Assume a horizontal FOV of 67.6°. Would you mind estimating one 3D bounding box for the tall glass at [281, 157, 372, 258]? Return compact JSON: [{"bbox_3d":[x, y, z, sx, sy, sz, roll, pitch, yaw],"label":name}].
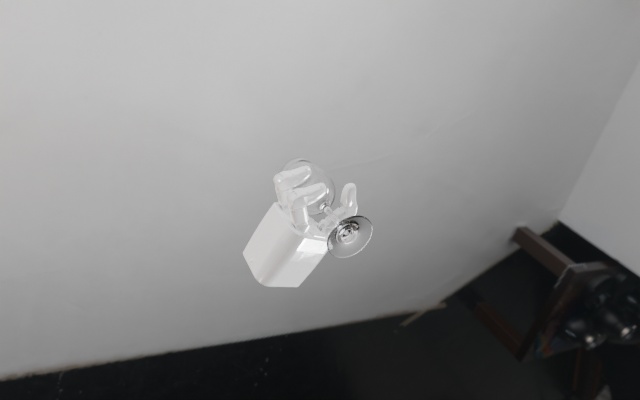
[{"bbox_3d":[0.001,0.003,0.762,0.079,0.079,0.201,0,31,-30],"label":"tall glass"}]
